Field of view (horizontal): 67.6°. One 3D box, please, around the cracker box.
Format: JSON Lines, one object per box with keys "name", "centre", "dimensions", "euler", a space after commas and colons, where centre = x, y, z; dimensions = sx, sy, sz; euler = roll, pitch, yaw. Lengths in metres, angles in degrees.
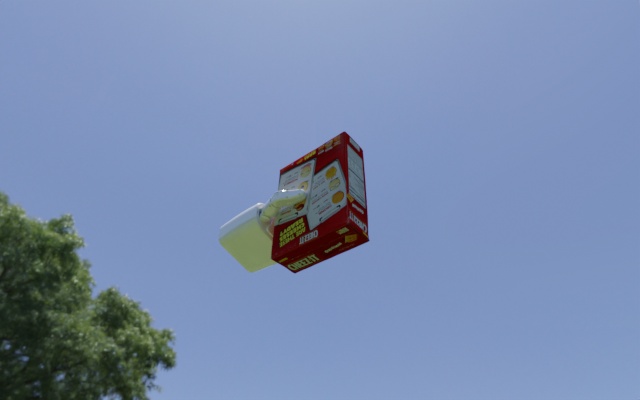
{"name": "cracker box", "centre": [0.000, 0.003, 0.849], "dimensions": [0.164, 0.213, 0.072], "euler": [-28, -48, 29]}
